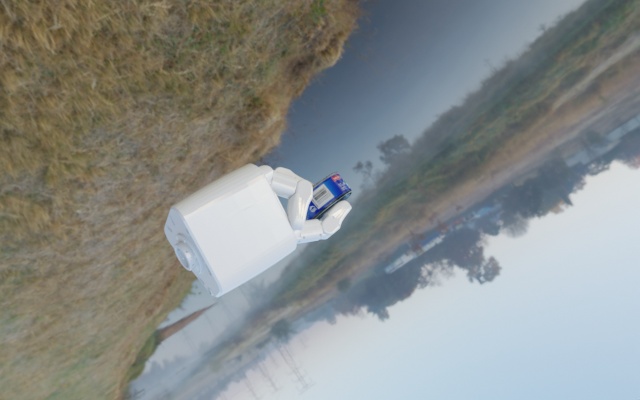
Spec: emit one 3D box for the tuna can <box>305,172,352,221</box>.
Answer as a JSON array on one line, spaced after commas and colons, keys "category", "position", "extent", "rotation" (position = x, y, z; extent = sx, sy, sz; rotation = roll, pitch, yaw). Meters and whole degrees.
[{"category": "tuna can", "position": [0.001, 0.002, 0.632], "extent": [0.086, 0.033, 0.086], "rotation": [-39, -7, -6]}]
